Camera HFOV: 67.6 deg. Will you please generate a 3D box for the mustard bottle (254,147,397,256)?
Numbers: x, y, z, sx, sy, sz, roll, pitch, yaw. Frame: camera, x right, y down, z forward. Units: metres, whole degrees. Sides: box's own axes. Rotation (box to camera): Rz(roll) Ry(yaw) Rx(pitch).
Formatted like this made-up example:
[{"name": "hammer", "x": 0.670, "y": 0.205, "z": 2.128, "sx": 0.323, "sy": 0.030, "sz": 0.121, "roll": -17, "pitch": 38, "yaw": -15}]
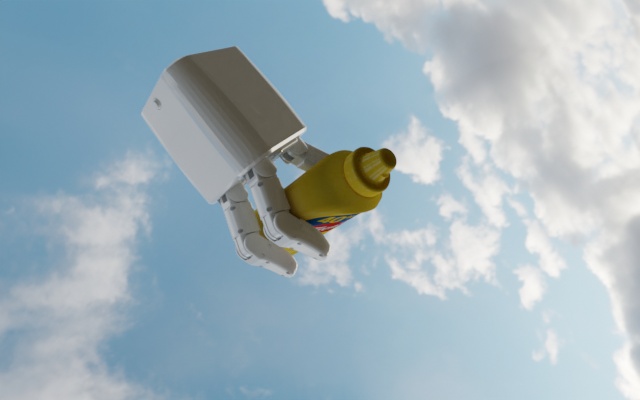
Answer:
[{"name": "mustard bottle", "x": 0.000, "y": 0.002, "z": 0.442, "sx": 0.096, "sy": 0.058, "sz": 0.192, "roll": -10, "pitch": -16, "yaw": -39}]
